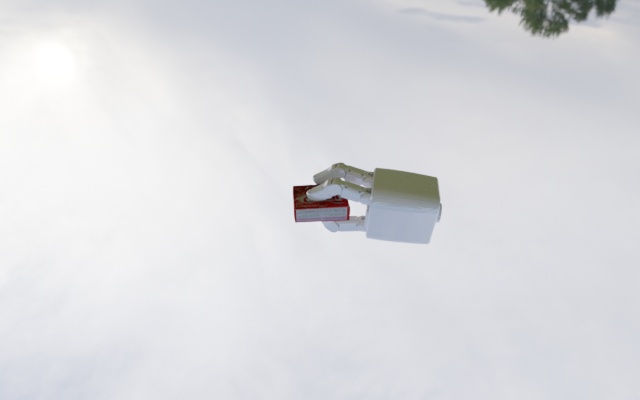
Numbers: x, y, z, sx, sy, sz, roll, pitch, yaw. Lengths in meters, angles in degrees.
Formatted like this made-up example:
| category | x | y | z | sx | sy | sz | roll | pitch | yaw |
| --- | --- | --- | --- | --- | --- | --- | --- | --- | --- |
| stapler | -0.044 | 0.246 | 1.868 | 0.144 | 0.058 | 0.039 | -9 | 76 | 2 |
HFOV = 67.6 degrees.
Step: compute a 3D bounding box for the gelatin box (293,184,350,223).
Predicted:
| category | x | y | z | sx | sy | sz | roll | pitch | yaw |
| --- | --- | --- | --- | --- | --- | --- | --- | --- | --- |
| gelatin box | 0.000 | 0.003 | 0.775 | 0.089 | 0.030 | 0.073 | -3 | 33 | -3 |
